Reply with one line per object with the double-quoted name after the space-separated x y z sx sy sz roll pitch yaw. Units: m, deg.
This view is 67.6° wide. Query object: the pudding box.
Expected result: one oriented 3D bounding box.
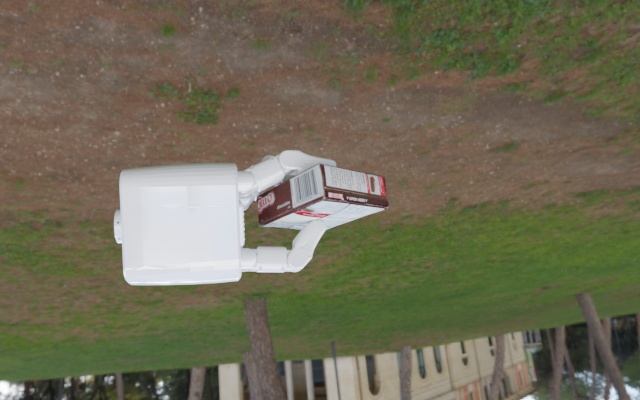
0.000 0.002 0.500 0.090 0.039 0.113 7 -19 -39 "pudding box"
